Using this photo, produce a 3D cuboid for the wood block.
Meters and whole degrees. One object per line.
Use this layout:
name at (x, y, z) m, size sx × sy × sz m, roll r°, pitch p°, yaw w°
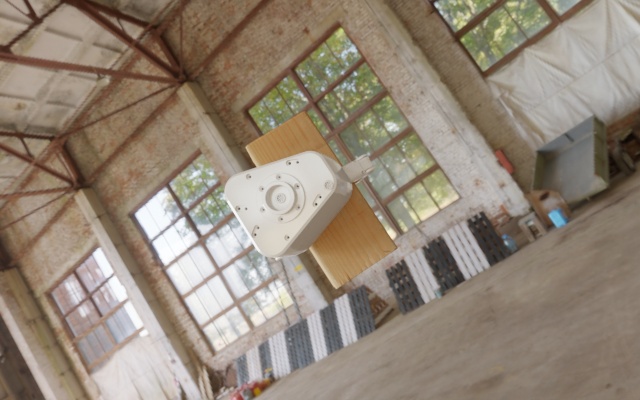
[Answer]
wood block at (0.000, 0.002, 0.619) m, size 0.091 × 0.206 × 0.090 m, roll -32°, pitch -7°, yaw -5°
